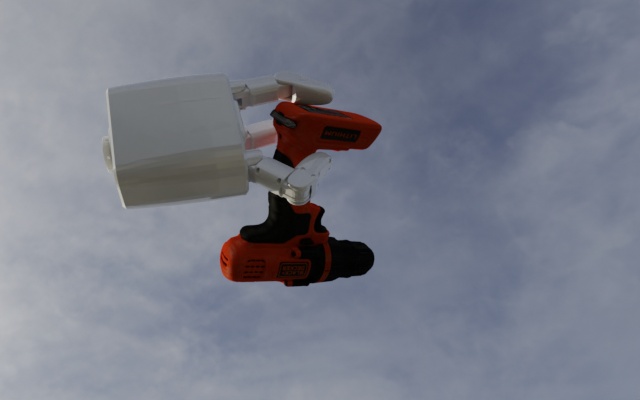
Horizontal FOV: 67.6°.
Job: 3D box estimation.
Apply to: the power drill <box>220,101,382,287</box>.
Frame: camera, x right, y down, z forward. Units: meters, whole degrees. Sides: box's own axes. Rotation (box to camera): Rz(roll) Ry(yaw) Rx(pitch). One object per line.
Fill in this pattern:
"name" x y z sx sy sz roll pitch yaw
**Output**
"power drill" 0.000 0.001 0.493 0.184 0.188 0.057 3 20 -34
